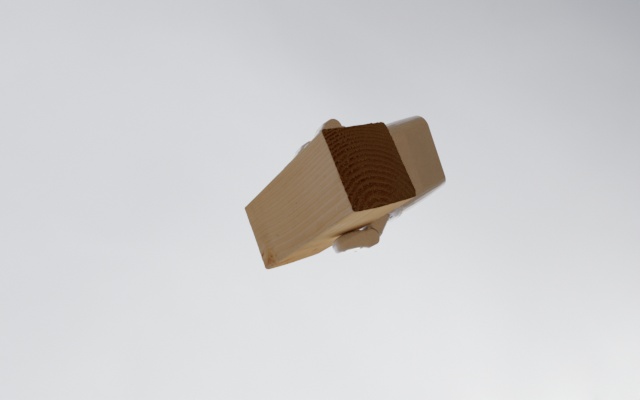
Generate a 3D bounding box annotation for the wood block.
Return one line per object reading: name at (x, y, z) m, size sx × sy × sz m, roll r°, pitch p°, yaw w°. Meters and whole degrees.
wood block at (0.000, 0.002, 0.558) m, size 0.090 × 0.091 × 0.206 m, roll -13°, pitch -15°, yaw -35°
